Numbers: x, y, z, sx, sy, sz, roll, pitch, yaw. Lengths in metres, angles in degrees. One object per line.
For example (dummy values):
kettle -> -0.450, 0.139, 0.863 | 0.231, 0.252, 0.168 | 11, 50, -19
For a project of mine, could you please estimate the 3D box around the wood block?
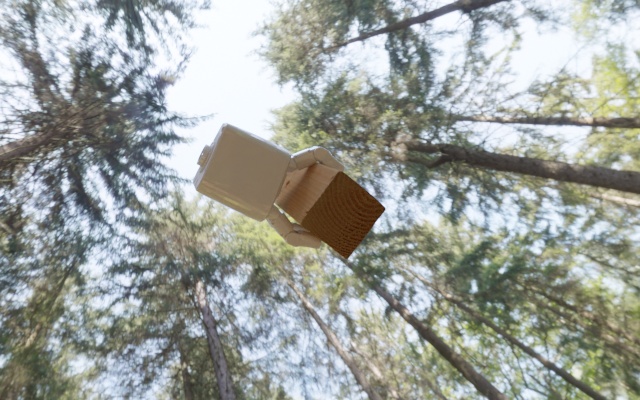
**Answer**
wood block -> 0.000, 0.002, 0.724 | 0.090, 0.091, 0.206 | 38, -2, -21
